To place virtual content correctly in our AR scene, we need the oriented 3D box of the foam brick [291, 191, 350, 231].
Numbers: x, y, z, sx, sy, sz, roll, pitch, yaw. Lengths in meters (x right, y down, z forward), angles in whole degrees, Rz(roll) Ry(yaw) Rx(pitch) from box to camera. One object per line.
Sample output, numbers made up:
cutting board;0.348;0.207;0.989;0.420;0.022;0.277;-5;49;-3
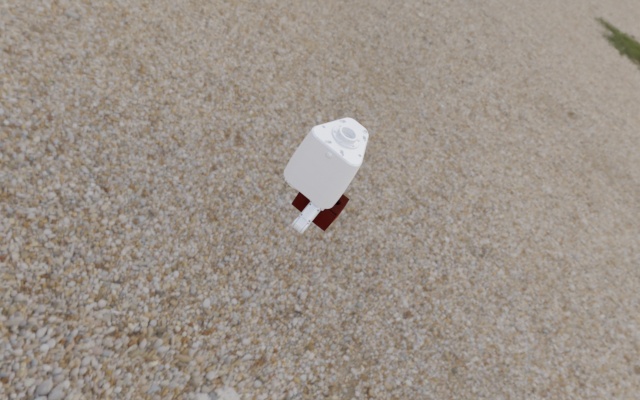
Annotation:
foam brick;0.000;0.003;0.824;0.053;0.078;0.051;-48;-4;-47
